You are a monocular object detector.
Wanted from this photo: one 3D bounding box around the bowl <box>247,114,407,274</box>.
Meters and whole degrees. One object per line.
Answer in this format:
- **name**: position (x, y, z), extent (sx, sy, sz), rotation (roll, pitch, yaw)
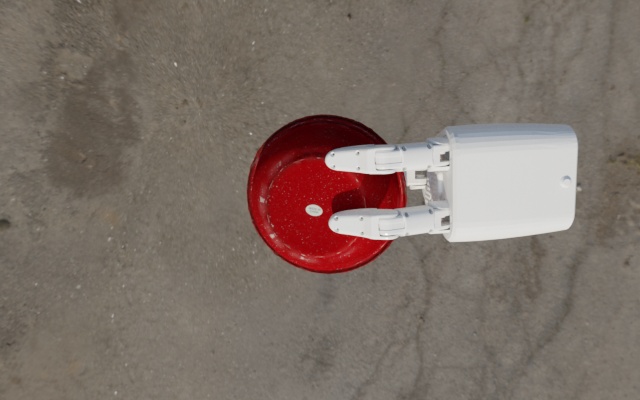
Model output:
- **bowl**: position (-0.001, 0.002, 0.450), extent (0.162, 0.162, 0.055), rotation (0, 12, 10)
